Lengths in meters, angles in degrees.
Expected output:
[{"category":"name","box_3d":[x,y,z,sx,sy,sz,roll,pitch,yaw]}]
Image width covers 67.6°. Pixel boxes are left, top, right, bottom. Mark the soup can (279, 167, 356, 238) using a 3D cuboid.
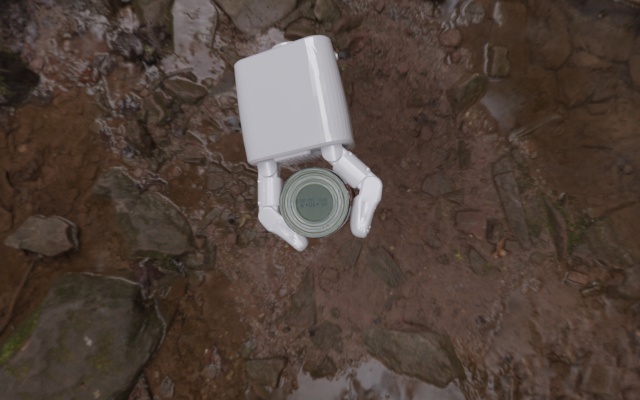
[{"category":"soup can","box_3d":[0.000,0.002,0.485,0.068,0.068,0.102,0,0,7]}]
